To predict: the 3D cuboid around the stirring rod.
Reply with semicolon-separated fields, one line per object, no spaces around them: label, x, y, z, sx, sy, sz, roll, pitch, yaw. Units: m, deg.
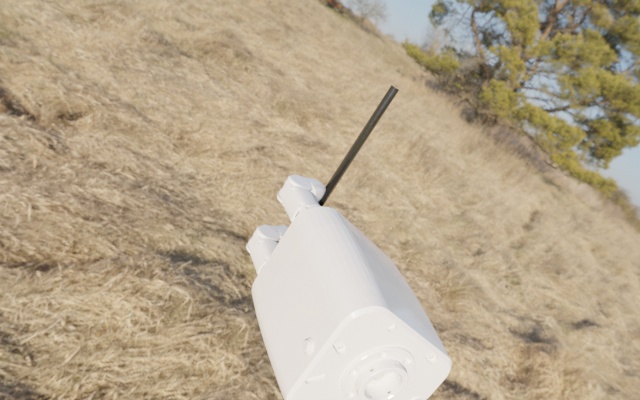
stirring rod;0.000;0.002;0.436;0.011;0.239;0.011;29;19;-11
